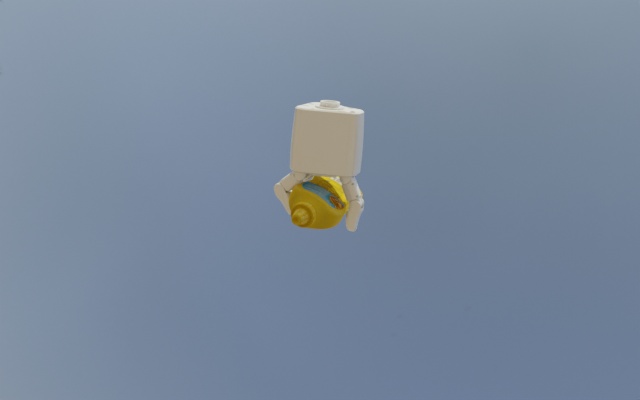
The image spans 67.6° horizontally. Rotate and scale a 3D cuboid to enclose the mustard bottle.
[{"bbox_3d":[0.000,0.003,0.815,0.096,0.058,0.191,35,27,10],"label":"mustard bottle"}]
